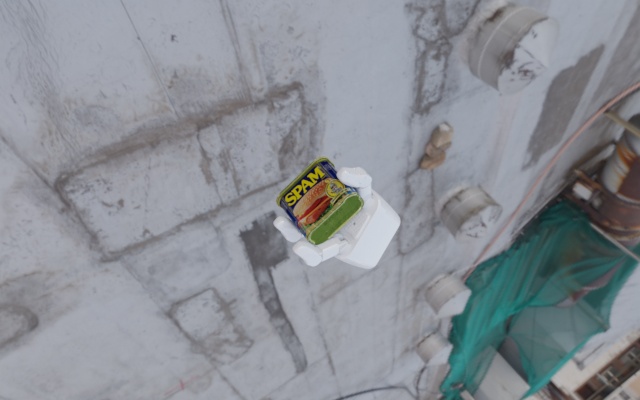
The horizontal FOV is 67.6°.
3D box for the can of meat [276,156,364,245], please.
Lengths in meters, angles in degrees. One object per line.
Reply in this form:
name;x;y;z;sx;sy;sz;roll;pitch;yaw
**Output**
can of meat;0.000;0.002;0.686;0.084;0.102;0.057;50;6;32
